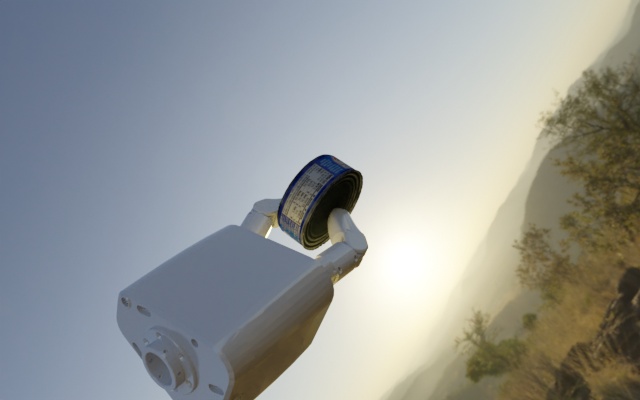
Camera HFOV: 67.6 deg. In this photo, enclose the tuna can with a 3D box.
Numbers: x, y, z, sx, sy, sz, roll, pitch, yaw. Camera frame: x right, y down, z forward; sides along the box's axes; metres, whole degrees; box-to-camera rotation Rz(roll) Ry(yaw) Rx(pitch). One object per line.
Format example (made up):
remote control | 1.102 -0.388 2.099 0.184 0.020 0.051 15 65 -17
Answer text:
tuna can | 0.000 0.001 0.438 0.033 0.086 0.086 35 15 23
